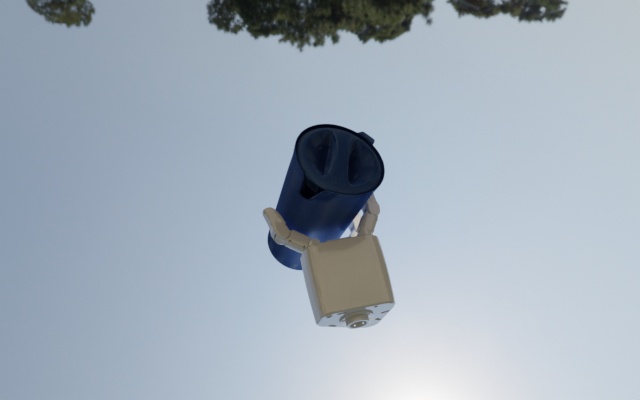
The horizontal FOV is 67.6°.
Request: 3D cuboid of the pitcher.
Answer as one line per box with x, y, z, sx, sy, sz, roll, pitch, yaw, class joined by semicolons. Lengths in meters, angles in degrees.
0.000;0.003;0.756;0.149;0.145;0.243;2;-37;-21;pitcher
